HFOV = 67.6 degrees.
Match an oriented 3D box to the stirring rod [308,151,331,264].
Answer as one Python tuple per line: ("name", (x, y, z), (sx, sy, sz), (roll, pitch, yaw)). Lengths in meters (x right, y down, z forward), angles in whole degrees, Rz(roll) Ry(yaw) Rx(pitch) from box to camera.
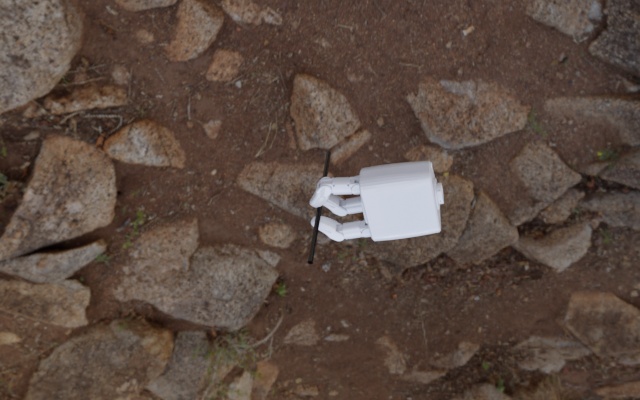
("stirring rod", (0.000, 0.002, 0.772), (0.011, 0.239, 0.011), (5, -43, 5))
